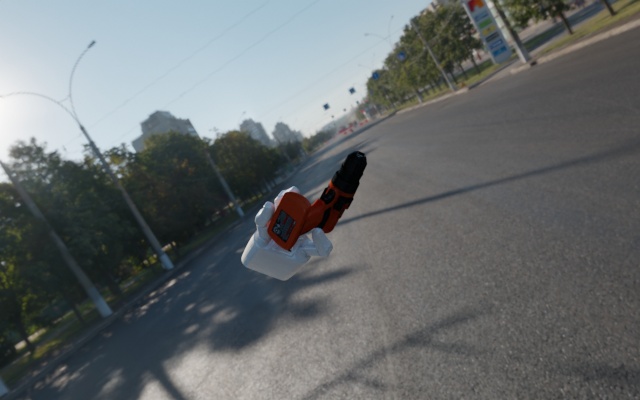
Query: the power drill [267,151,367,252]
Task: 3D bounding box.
[{"bbox_3d":[0.000,0.003,0.848,0.057,0.184,0.187,38,32,21],"label":"power drill"}]
